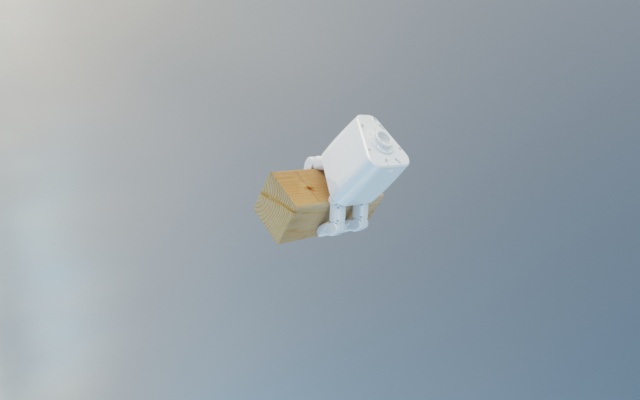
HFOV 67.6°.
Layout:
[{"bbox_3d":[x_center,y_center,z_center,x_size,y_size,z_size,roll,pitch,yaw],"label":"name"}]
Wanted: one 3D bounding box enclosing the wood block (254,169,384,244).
[{"bbox_3d":[0.000,0.002,0.856,0.206,0.090,0.090,-7,48,-41],"label":"wood block"}]
